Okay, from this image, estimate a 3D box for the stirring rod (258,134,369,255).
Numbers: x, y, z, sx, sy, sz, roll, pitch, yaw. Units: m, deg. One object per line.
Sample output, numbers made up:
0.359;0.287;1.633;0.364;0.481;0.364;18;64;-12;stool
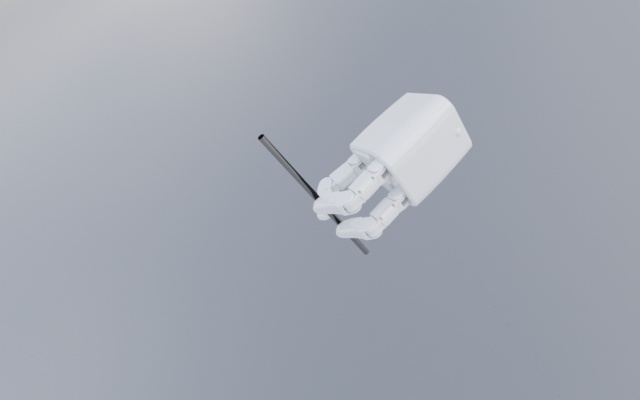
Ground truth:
0.000;0.002;0.580;0.011;0.011;0.240;0;-35;40;stirring rod
